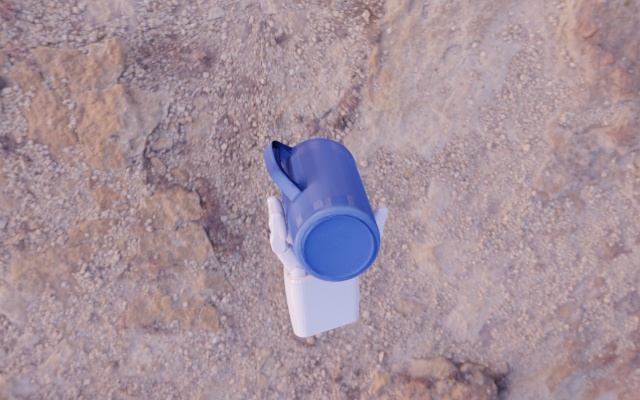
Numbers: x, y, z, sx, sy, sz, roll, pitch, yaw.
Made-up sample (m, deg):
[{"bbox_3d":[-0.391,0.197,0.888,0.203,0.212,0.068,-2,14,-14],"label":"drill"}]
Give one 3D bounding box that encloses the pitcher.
[{"bbox_3d":[0.000,0.002,0.682,0.149,0.145,0.242,-6,25,-4],"label":"pitcher"}]
